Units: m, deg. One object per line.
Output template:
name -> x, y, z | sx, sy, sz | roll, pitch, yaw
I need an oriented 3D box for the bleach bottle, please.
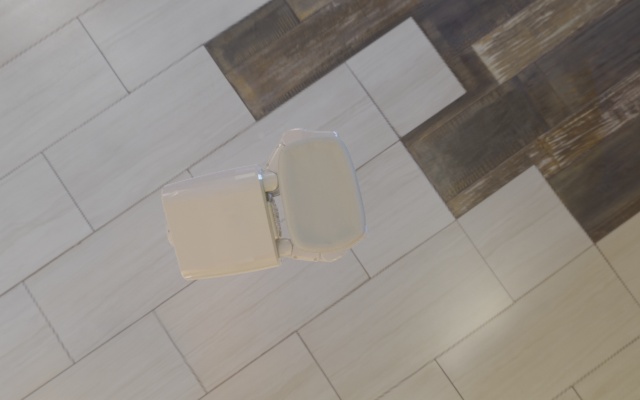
bleach bottle -> 0.000, 0.002, 0.521 | 0.068, 0.102, 0.251 | -11, -4, -1
